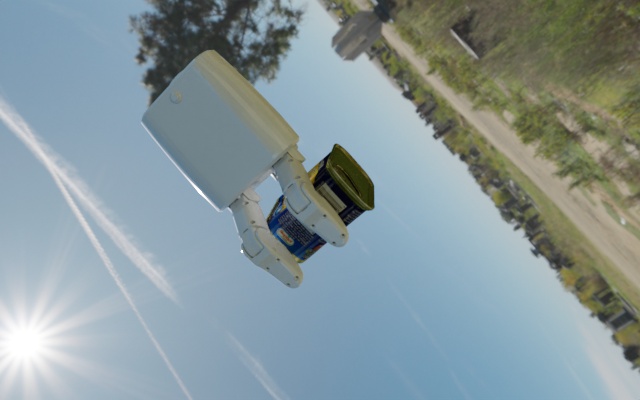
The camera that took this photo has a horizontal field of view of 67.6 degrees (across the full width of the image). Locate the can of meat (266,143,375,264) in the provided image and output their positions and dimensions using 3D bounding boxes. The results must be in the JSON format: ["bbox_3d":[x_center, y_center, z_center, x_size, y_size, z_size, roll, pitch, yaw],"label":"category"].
[{"bbox_3d":[0.000,0.002,0.442,0.084,0.057,0.102,-40,10,16],"label":"can of meat"}]
